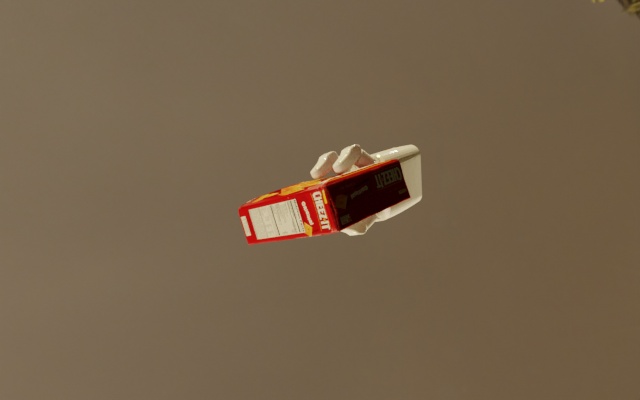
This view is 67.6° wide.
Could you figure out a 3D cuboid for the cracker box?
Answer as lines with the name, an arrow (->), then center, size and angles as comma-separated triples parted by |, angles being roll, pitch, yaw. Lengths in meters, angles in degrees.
cracker box -> 0.000, 0.003, 0.730 | 0.164, 0.072, 0.214 | -22, 6, -42
